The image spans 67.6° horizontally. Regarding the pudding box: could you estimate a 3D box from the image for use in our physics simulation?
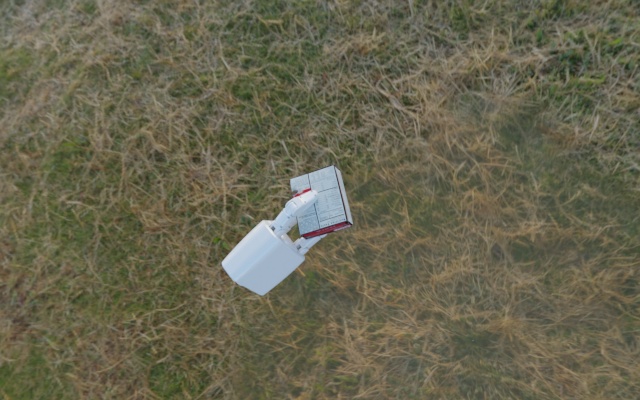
[{"bbox_3d":[0.000,0.003,0.833,0.090,0.113,0.039,-17,-20,13],"label":"pudding box"}]
